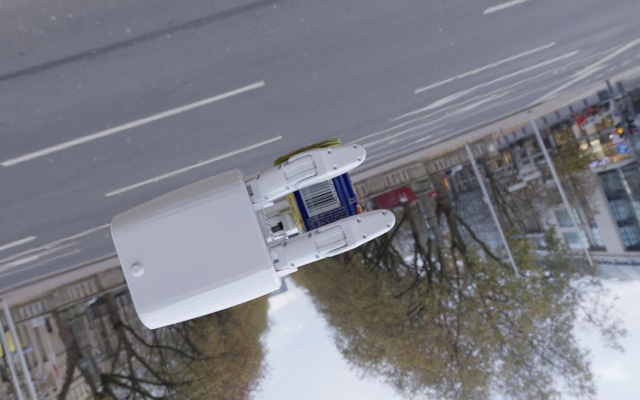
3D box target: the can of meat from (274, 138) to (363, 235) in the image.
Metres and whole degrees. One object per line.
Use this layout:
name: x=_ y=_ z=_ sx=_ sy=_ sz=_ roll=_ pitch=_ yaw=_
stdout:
can of meat: x=0.000 y=0.002 z=0.416 sx=0.057 sy=0.084 sz=0.102 roll=-19 pitch=-3 yaw=-6
